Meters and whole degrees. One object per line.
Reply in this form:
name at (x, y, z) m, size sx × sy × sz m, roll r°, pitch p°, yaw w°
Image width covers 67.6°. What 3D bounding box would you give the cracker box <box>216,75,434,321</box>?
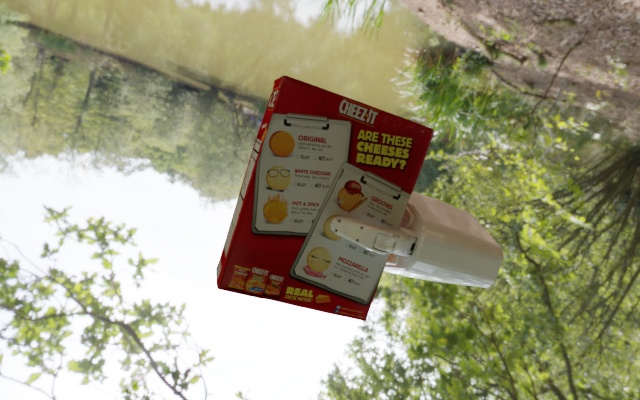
cracker box at (0.000, 0.002, 0.497) m, size 0.164 × 0.214 × 0.072 m, roll 16°, pitch 7°, yaw -17°
